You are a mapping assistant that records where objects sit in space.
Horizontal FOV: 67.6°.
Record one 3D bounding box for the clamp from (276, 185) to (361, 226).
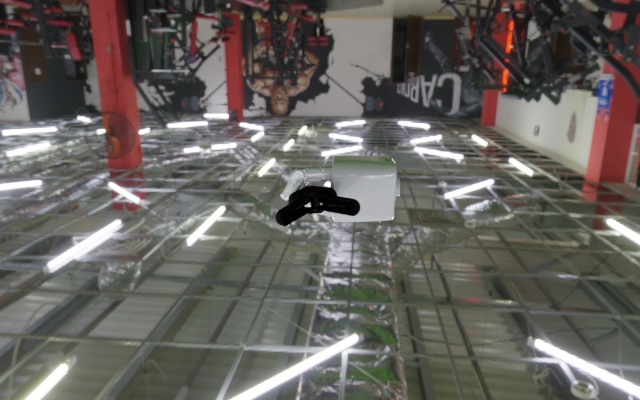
[{"bbox_3d":[0.000,0.003,0.741,0.120,0.039,0.171,-1,15,3],"label":"clamp"}]
